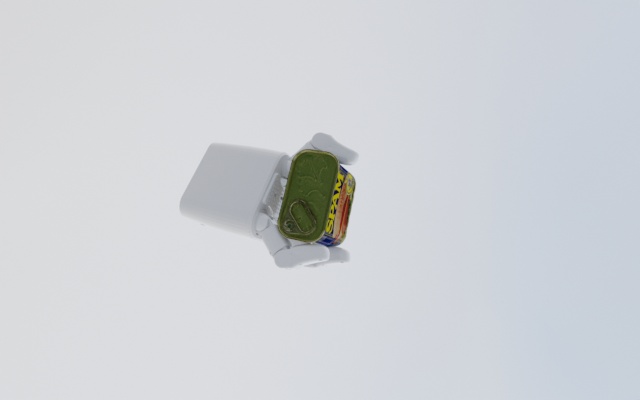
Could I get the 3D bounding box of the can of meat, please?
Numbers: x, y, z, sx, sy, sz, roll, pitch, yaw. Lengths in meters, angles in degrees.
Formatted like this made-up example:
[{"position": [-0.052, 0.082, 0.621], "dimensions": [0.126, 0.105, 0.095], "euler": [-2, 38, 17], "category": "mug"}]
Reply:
[{"position": [0.000, 0.002, 0.554], "dimensions": [0.057, 0.102, 0.084], "euler": [10, -7, 22], "category": "can of meat"}]
